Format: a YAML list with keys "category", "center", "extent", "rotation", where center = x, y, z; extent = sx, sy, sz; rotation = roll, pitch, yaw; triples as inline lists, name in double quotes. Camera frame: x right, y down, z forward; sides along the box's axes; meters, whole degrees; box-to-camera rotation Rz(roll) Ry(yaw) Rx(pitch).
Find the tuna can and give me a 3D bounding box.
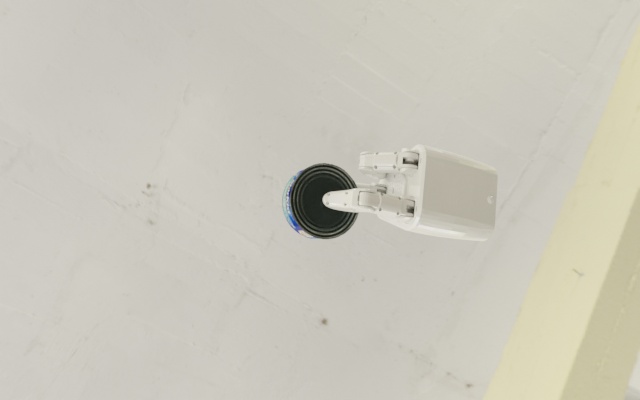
- category: "tuna can"
  center: [0.000, 0.002, 0.549]
  extent: [0.086, 0.086, 0.034]
  rotation: [0, -4, -23]
